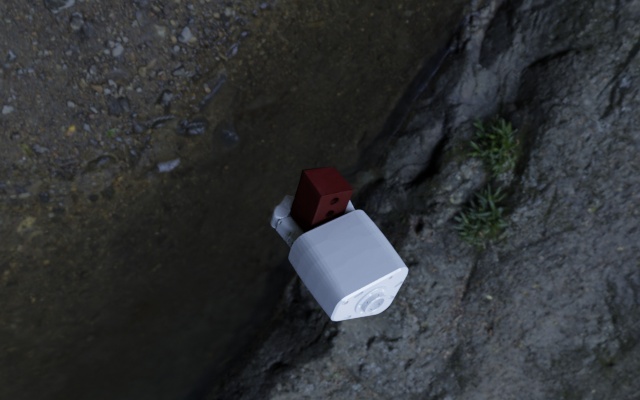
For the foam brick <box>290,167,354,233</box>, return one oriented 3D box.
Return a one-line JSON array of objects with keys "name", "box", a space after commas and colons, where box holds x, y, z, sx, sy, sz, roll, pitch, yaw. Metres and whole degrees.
[{"name": "foam brick", "box": [0.000, 0.002, 0.629, 0.053, 0.078, 0.051, -11, 47, -32]}]
